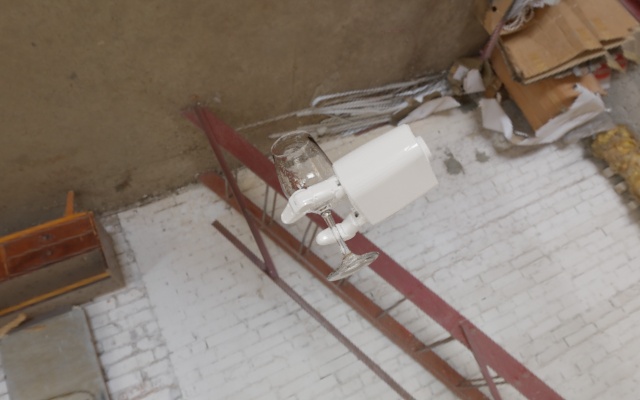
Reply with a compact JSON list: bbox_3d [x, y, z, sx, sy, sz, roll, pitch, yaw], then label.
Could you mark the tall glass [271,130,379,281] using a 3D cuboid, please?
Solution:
[{"bbox_3d":[0.000,0.003,0.645,0.079,0.201,0.079,-24,-20,-9],"label":"tall glass"}]
